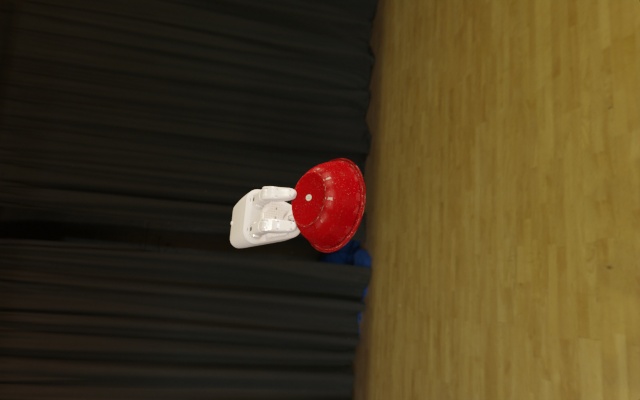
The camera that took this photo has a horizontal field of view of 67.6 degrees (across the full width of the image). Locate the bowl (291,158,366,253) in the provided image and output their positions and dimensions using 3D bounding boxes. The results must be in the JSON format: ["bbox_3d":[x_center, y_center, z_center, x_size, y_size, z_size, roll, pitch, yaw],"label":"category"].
[{"bbox_3d":[0.001,0.002,0.788,0.055,0.162,0.162,14,-9,-37],"label":"bowl"}]
